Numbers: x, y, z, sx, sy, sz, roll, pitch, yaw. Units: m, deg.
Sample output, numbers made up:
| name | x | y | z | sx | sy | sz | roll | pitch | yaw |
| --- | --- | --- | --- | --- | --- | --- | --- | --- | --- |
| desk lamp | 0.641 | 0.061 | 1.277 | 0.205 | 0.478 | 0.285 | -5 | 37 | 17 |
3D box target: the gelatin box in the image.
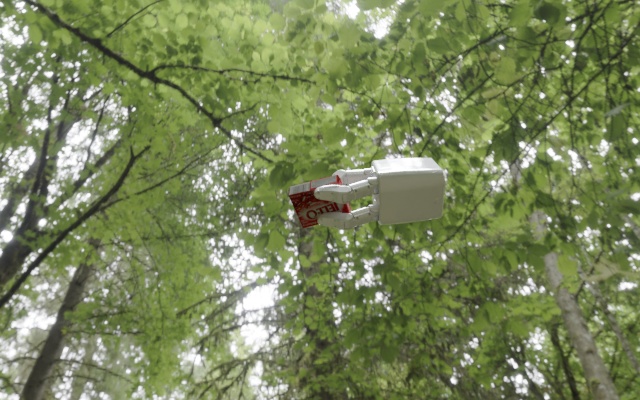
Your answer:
| name | x | y | z | sx | sy | sz | roll | pitch | yaw |
| --- | --- | --- | --- | --- | --- | --- | --- | --- | --- |
| gelatin box | 0.000 | 0.002 | 0.802 | 0.089 | 0.073 | 0.030 | -14 | 35 | 12 |
